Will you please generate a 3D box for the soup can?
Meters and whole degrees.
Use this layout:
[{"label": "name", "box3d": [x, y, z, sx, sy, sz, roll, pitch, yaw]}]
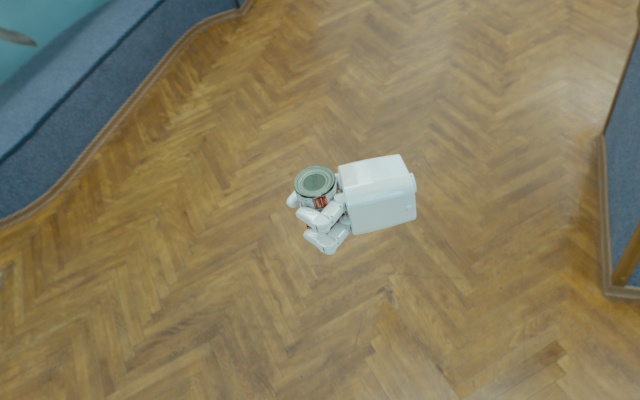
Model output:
[{"label": "soup can", "box3d": [0.000, 0.002, 0.765, 0.068, 0.068, 0.102, 0, -40, 14]}]
